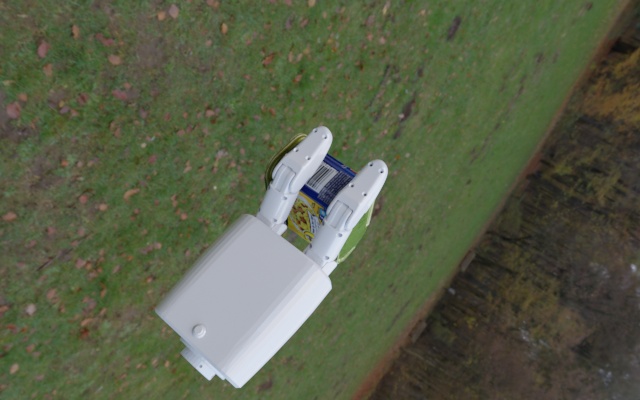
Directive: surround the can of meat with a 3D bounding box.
[{"bbox_3d":[0.000,0.002,0.439,0.084,0.057,0.102,35,-27,19],"label":"can of meat"}]
